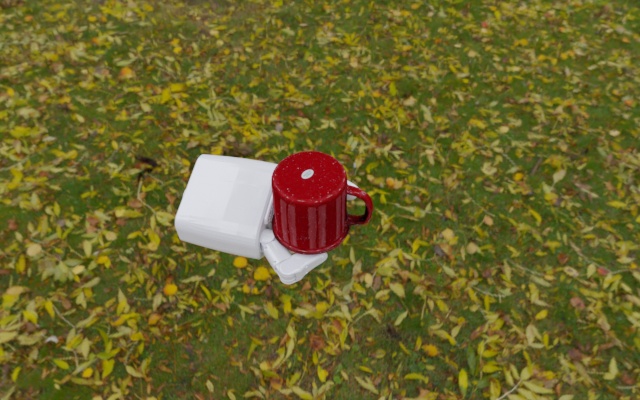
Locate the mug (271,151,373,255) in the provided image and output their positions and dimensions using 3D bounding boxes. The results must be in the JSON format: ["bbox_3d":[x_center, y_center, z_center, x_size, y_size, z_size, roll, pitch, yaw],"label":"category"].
[{"bbox_3d":[0.001,0.002,0.530,0.117,0.093,0.082,10,-41,9],"label":"mug"}]
